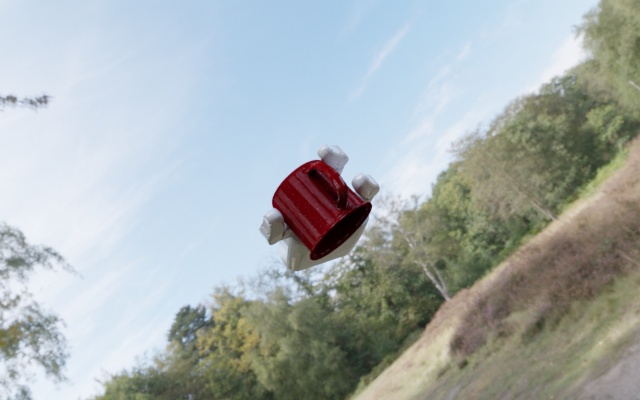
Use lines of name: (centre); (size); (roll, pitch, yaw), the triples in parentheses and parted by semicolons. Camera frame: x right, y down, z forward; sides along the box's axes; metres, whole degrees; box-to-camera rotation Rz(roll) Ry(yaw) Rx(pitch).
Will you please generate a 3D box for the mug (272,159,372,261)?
mug: (0.000, 0.001, 0.536); (0.093, 0.081, 0.117); (-34, -20, -25)
